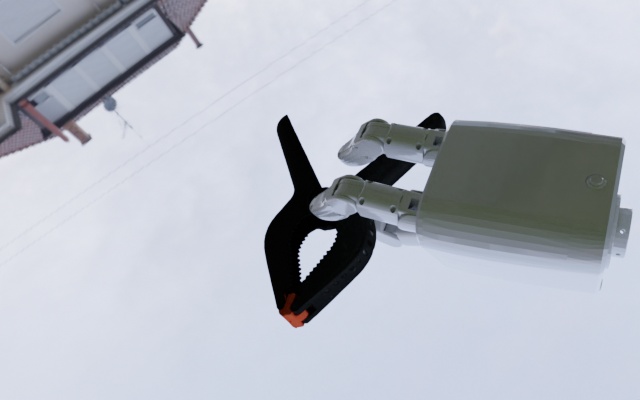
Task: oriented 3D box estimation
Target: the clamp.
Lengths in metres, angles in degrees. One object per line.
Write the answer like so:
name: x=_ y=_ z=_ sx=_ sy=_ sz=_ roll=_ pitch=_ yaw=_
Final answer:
clamp: x=0.000 y=0.002 z=0.408 sx=0.164 sy=0.210 sz=0.036 roll=10 pitch=-29 yaw=30
